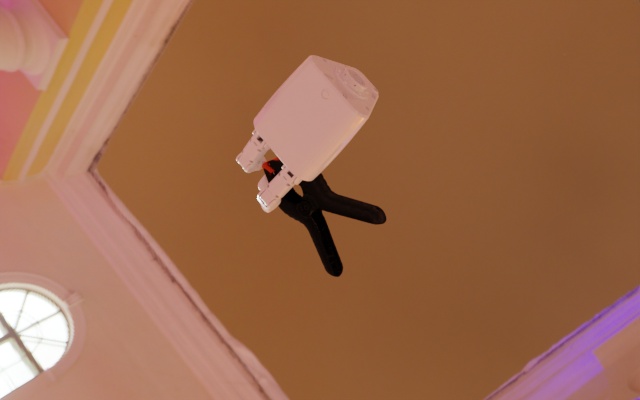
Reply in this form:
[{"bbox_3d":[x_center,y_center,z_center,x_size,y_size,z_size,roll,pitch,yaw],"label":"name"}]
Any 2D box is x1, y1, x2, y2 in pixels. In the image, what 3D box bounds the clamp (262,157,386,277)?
[{"bbox_3d":[0.000,0.002,0.591,0.120,0.171,0.039,-44,-6,32],"label":"clamp"}]
